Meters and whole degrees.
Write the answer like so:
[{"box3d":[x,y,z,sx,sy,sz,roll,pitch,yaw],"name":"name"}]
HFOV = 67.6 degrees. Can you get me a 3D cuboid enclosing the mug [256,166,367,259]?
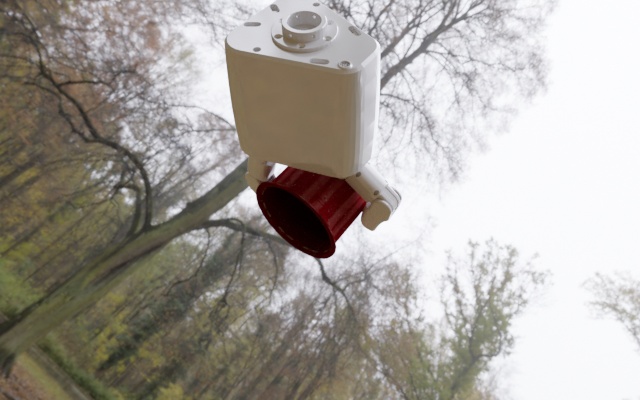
[{"box3d":[0.000,0.002,0.464,0.093,0.081,0.117,31,-31,22],"name":"mug"}]
